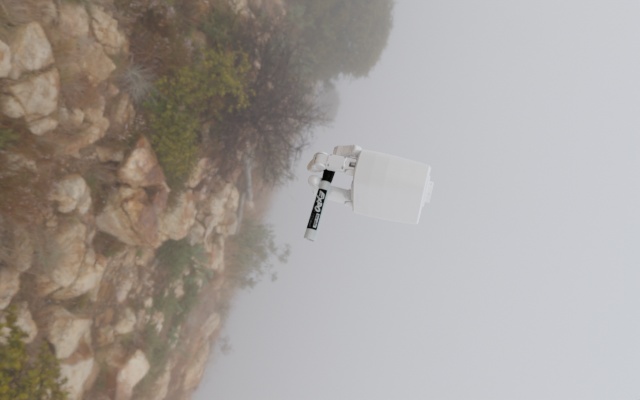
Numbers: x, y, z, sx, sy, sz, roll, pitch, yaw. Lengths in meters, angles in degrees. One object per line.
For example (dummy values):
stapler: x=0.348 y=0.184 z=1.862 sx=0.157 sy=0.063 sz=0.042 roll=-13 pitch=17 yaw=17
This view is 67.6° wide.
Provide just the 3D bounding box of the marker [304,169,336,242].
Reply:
marker: x=0.000 y=0.002 z=0.723 sx=0.020 sy=0.121 sz=0.020 roll=15 pitch=-14 yaw=4
